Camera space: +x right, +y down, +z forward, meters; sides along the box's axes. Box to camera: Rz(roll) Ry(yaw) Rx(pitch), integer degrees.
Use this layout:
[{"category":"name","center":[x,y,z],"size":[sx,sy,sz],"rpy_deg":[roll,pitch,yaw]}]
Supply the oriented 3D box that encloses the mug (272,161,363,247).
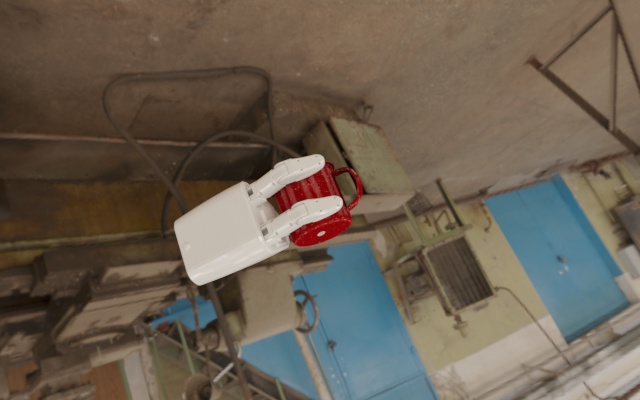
[{"category":"mug","center":[0.001,0.002,0.609],"size":[0.117,0.081,0.093],"rpy_deg":[-27,-20,12]}]
